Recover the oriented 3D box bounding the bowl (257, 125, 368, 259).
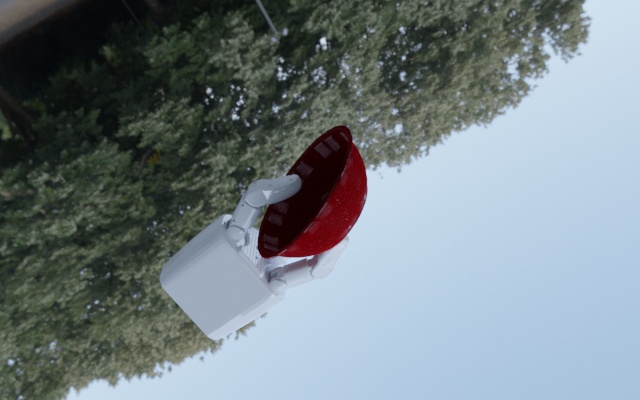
[{"bbox_3d":[0.001,0.001,0.508,0.055,0.162,0.162,33,-13,-20],"label":"bowl"}]
